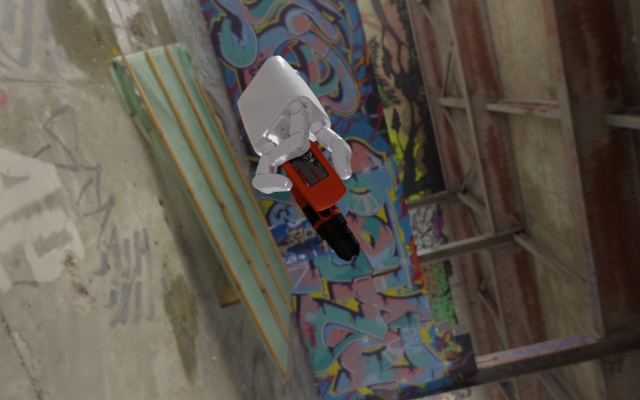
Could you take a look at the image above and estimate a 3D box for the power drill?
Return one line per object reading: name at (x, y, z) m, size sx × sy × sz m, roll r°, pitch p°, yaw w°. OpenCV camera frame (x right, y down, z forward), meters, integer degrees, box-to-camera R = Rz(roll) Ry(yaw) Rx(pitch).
power drill at (0.000, 0.002, 0.721) m, size 0.057 × 0.184 × 0.188 m, roll -35°, pitch -15°, yaw -10°
